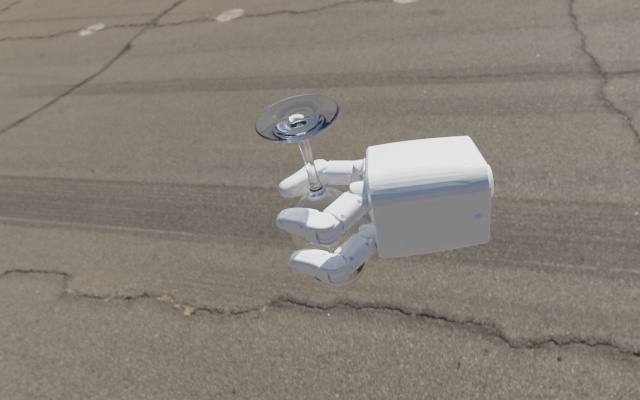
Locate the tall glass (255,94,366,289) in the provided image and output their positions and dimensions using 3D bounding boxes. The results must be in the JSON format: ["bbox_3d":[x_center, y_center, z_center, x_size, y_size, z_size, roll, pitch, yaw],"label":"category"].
[{"bbox_3d":[0.000,0.001,0.474,0.079,0.201,0.079,-9,40,8],"label":"tall glass"}]
